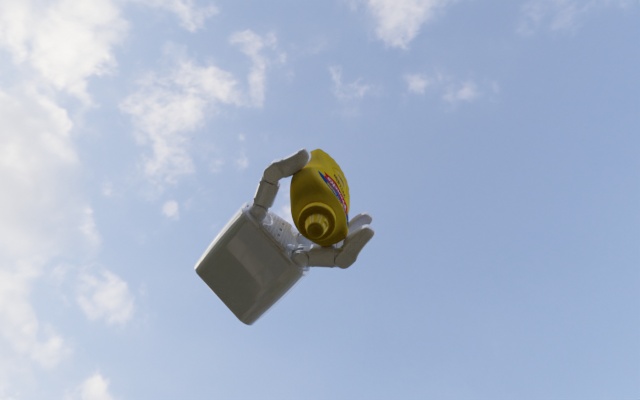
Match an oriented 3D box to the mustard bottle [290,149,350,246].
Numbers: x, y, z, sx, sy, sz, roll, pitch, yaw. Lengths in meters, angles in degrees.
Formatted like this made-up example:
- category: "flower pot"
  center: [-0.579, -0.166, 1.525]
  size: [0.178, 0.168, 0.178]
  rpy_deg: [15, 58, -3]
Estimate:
- category: "mustard bottle"
  center: [0.000, 0.002, 0.576]
  size: [0.058, 0.096, 0.191]
  rpy_deg: [-23, 15, 11]
